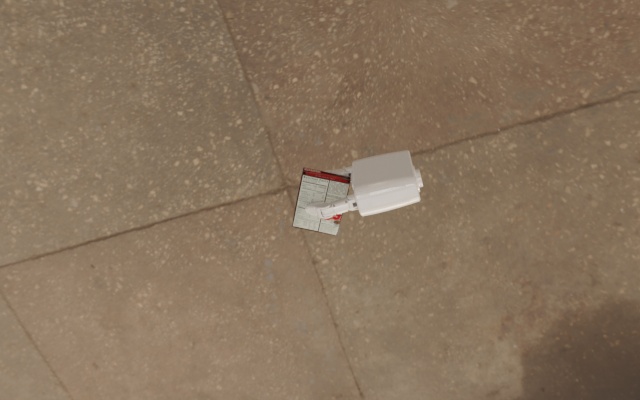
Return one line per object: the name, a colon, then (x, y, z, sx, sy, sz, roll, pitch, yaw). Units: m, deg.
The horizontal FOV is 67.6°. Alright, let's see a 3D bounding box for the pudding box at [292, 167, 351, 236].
pudding box: (0.000, 0.003, 0.876, 0.090, 0.113, 0.039, 12, 23, -1)
